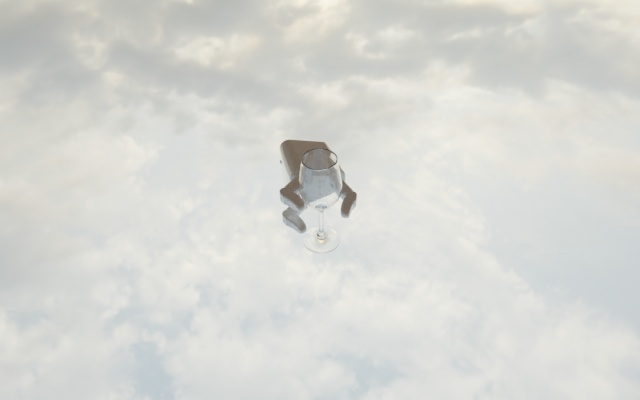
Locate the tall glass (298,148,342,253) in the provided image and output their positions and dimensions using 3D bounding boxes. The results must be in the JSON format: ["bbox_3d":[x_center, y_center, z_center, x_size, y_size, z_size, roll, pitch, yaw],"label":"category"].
[{"bbox_3d":[0.000,0.003,0.874,0.079,0.201,0.079,-1,43,1],"label":"tall glass"}]
